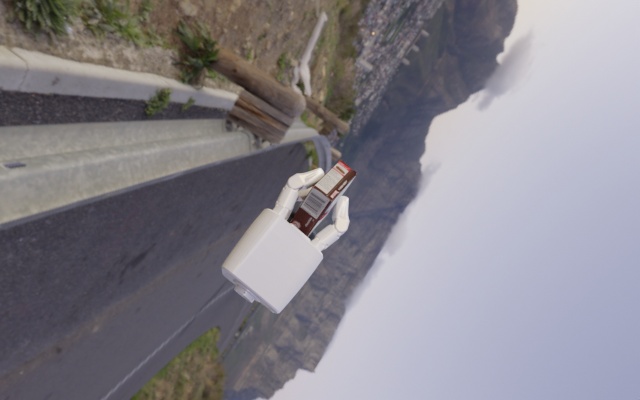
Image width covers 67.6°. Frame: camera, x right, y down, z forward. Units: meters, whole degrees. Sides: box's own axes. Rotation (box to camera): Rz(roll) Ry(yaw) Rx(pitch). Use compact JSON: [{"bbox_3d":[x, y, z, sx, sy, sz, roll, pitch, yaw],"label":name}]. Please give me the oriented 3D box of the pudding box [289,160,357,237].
[{"bbox_3d":[0.000,0.003,0.732,0.090,0.039,0.113,-48,-4,-47],"label":"pudding box"}]
